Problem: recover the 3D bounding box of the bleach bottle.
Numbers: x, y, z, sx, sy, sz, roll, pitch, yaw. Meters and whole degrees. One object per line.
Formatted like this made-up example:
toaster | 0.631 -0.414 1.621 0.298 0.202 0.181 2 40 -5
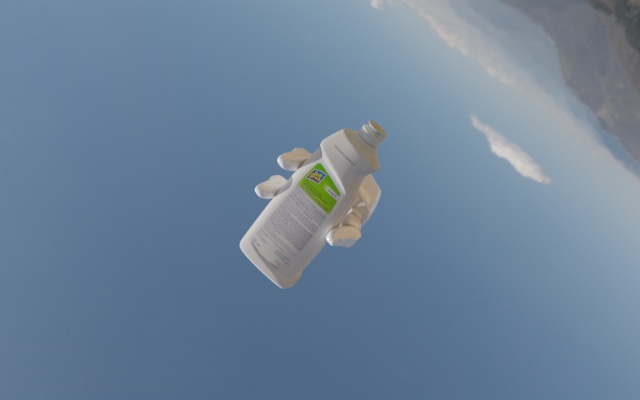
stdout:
bleach bottle | 0.000 0.002 0.633 0.251 0.102 0.068 -48 -1 25
